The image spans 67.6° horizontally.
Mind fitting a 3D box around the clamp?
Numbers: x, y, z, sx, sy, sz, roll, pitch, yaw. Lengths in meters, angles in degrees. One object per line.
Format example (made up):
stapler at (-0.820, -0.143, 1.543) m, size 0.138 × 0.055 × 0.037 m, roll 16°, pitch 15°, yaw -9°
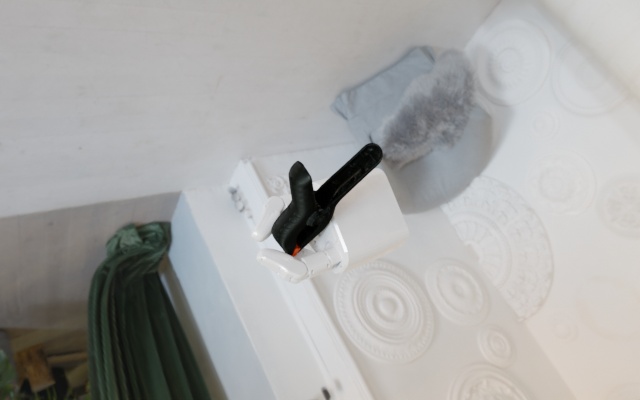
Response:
clamp at (0.000, 0.002, 0.526) m, size 0.120 × 0.039 × 0.172 m, roll -17°, pitch -26°, yaw -30°
